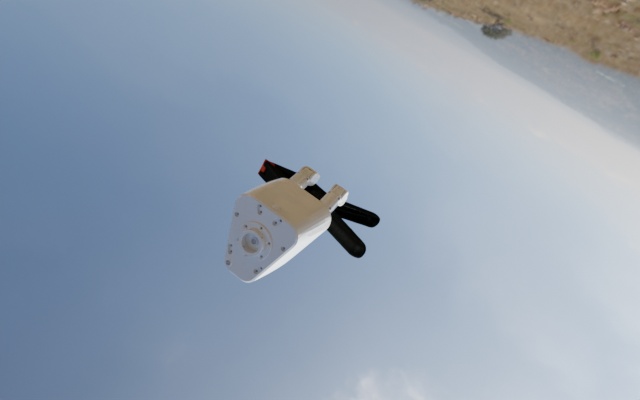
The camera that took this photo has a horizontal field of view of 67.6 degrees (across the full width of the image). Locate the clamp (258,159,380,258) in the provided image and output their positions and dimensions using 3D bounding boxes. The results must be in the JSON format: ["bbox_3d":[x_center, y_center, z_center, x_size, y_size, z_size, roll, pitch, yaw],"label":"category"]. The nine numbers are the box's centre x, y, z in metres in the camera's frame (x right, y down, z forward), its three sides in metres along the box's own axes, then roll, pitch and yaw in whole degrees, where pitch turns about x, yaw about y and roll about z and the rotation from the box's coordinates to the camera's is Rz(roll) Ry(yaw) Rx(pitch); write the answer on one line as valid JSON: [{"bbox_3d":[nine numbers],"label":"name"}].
[{"bbox_3d":[-0.001,0.003,0.738,0.210,0.036,0.164,35,18,11],"label":"clamp"}]
